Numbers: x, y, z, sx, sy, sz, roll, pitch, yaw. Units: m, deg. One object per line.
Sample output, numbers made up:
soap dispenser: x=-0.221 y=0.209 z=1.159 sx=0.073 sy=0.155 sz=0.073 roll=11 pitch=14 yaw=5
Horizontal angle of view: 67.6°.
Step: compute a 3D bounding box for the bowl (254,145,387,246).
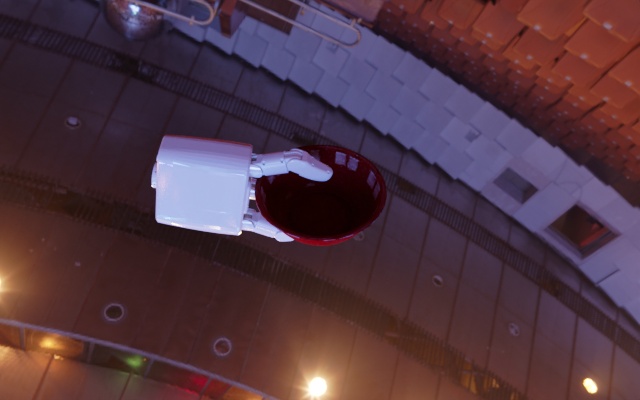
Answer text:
bowl: x=0.001 y=0.003 z=0.601 sx=0.162 sy=0.162 sz=0.055 roll=0 pitch=-43 yaw=0
